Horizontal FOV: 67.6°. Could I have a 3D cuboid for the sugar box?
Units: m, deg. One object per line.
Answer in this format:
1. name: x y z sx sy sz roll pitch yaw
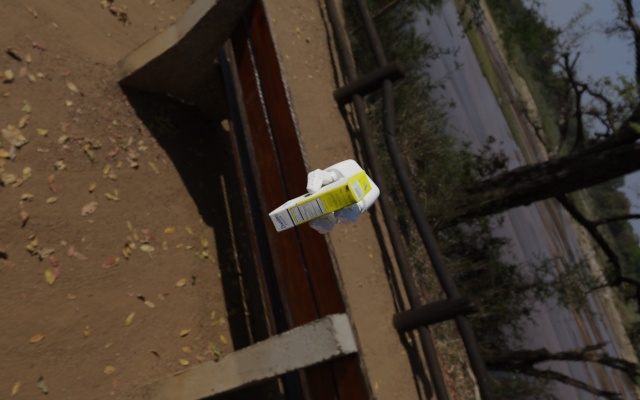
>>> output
1. sugar box: 0.001 0.003 0.888 0.176 0.048 0.093 -24 6 27
